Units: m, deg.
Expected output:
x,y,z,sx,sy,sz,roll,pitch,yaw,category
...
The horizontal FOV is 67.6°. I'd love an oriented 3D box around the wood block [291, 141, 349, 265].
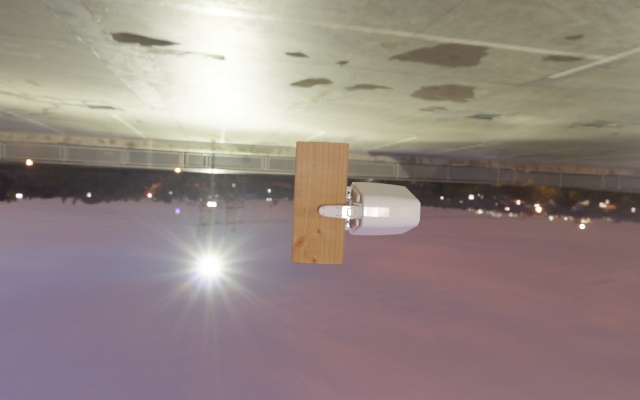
x,y,z,sx,sy,sz,roll,pitch,yaw,category
0.001,0.003,0.844,0.090,0.206,0.091,2,2,2,wood block
